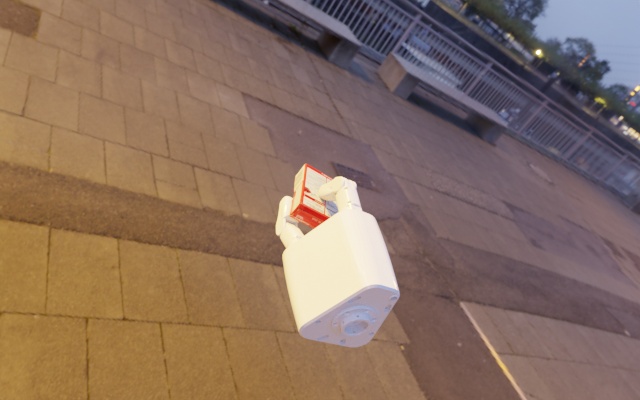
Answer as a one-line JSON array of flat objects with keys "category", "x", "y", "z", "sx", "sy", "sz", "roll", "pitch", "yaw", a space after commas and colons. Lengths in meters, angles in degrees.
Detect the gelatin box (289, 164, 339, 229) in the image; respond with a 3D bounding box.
[{"category": "gelatin box", "x": 0.000, "y": 0.002, "z": 0.630, "sx": 0.073, "sy": 0.089, "sz": 0.030, "roll": 29, "pitch": -54, "yaw": -19}]
